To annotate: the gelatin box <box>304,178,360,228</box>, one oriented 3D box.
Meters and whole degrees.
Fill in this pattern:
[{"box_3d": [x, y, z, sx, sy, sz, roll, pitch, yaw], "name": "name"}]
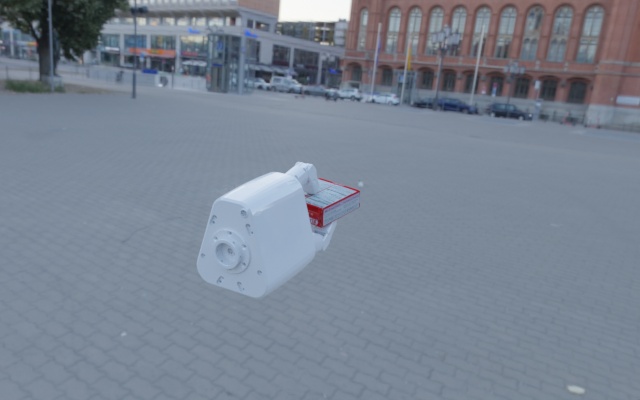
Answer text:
[{"box_3d": [0.000, 0.002, 0.654, 0.073, 0.030, 0.089, 18, 30, 34], "name": "gelatin box"}]
